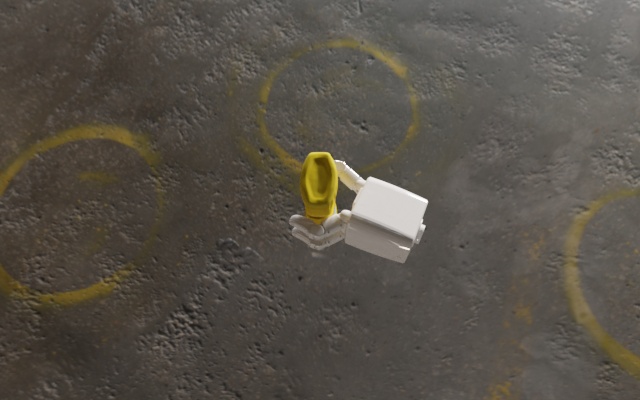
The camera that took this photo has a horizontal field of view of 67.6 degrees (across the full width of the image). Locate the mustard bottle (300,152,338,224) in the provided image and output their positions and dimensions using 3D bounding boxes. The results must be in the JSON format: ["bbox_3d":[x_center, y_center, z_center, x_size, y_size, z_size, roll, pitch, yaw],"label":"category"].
[{"bbox_3d":[0.000,0.002,0.804,0.058,0.096,0.192,-1,-22,1],"label":"mustard bottle"}]
